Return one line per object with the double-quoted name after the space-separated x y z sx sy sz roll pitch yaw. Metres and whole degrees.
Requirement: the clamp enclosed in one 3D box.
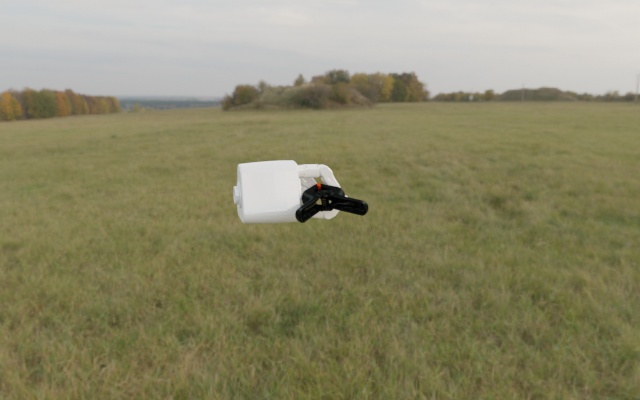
0.000 0.002 0.842 0.120 0.039 0.171 -3 12 -17 "clamp"
